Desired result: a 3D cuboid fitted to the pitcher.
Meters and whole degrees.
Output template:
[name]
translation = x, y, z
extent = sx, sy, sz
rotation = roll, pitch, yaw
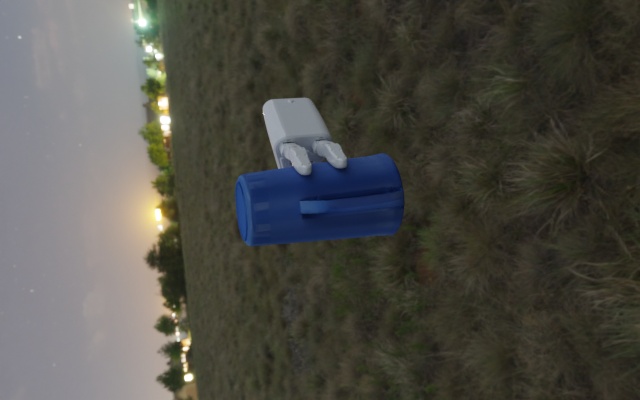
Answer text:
[pitcher]
translation = 0.000, 0.002, 0.730
extent = 0.243, 0.145, 0.149
rotation = -7, -39, -18
